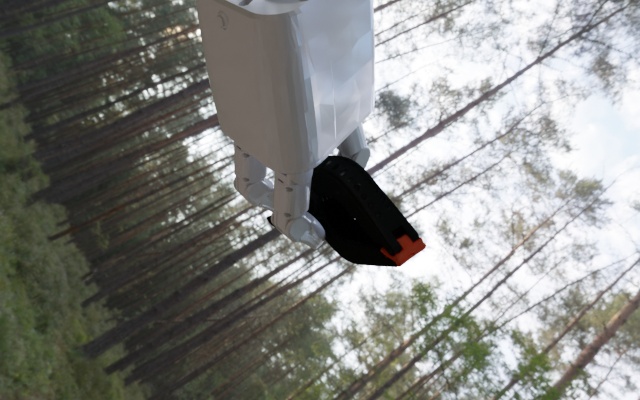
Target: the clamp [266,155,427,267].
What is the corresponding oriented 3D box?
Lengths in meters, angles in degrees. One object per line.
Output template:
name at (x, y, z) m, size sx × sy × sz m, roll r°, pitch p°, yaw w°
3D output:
clamp at (0.001, 0.001, 0.409) m, size 0.036 × 0.165 × 0.210 m, roll -31°, pitch 49°, yaw -25°
